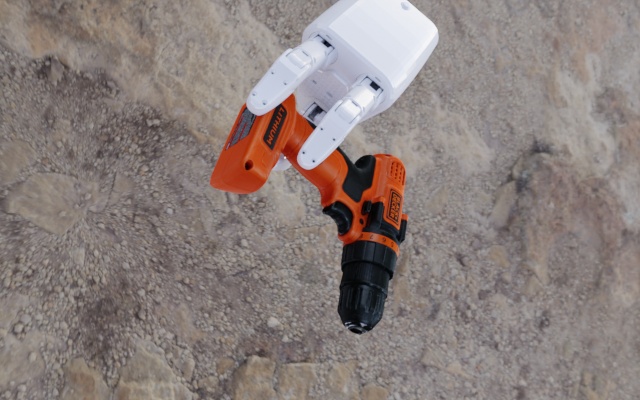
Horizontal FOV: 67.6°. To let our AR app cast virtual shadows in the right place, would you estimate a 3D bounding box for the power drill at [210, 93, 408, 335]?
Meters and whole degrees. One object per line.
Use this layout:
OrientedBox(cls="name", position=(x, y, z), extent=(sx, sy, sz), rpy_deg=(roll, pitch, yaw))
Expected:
OrientedBox(cls="power drill", position=(0.000, 0.001, 0.418), extent=(0.188, 0.184, 0.057), rpy_deg=(36, -40, -30))
